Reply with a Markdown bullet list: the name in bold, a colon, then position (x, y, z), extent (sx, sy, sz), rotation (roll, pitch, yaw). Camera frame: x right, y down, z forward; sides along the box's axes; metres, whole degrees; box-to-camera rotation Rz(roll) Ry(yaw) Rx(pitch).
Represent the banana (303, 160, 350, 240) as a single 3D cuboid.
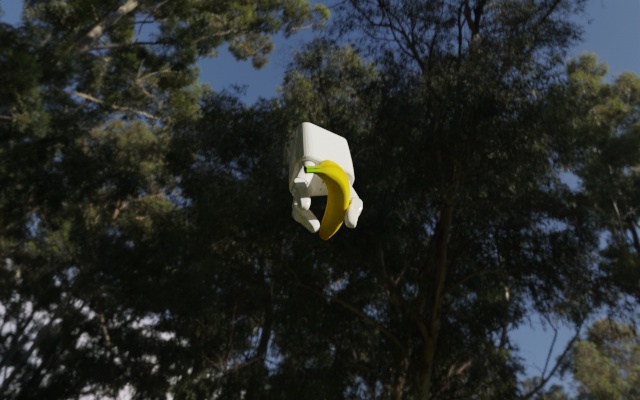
- **banana**: position (0.017, -0.005, 0.794), extent (0.069, 0.037, 0.198), rotation (-18, -40, -4)
